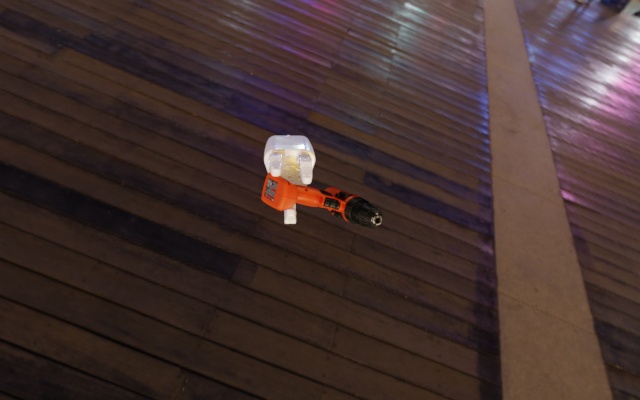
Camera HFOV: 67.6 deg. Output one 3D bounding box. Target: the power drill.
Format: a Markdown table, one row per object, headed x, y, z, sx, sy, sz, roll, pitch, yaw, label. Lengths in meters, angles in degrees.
| x | y | z | sx | sy | sz | roll | pitch | yaw | label |
| --- | --- | --- | --- | --- | --- | --- | --- | --- | --- |
| 0.000 | 0.003 | 0.874 | 0.188 | 0.057 | 0.184 | 13 | 5 | -30 | power drill |
